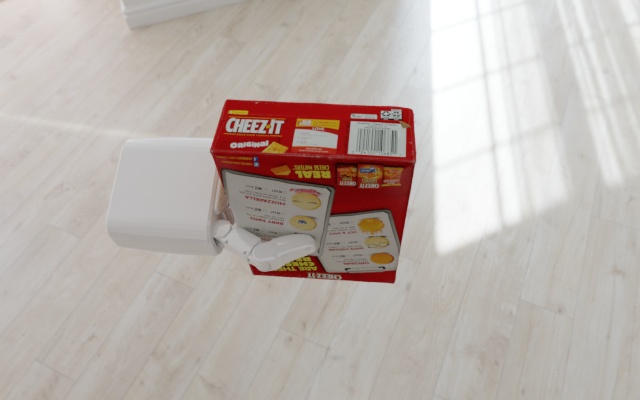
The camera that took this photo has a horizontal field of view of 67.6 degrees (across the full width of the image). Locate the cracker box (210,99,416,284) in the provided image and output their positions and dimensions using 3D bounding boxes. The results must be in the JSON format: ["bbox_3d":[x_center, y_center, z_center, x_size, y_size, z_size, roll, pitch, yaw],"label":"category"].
[{"bbox_3d":[0.000,0.002,0.470,0.164,0.072,0.214,3,-35,6],"label":"cracker box"}]
